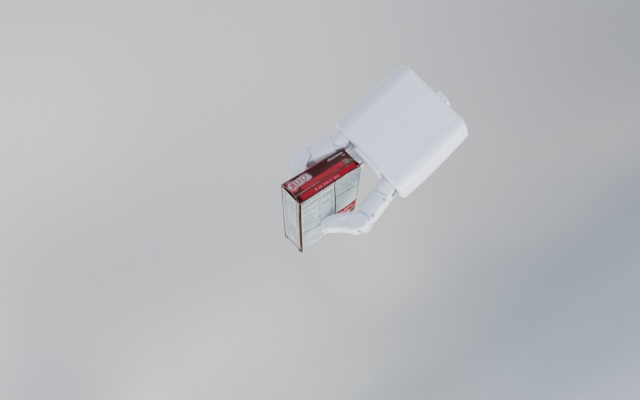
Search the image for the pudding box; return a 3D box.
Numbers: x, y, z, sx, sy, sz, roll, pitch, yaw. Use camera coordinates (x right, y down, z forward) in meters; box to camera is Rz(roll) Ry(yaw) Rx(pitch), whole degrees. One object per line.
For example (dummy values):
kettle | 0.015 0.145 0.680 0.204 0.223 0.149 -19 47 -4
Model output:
pudding box | 0.000 0.002 0.572 0.090 0.039 0.114 -32 -30 -21
